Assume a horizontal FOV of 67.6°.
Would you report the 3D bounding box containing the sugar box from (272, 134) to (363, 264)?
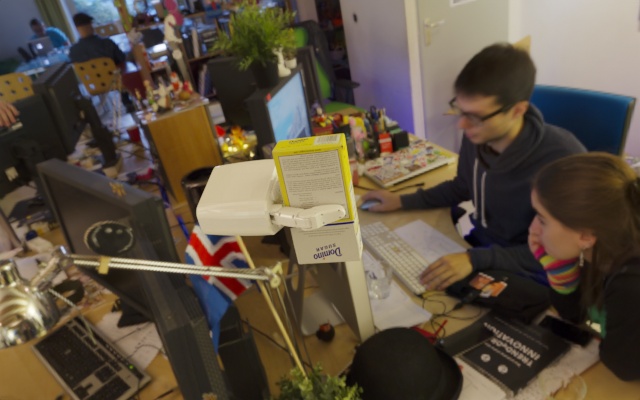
[{"bbox_3d":[0.000,0.002,0.652,0.093,0.176,0.048,-4,29,12],"label":"sugar box"}]
